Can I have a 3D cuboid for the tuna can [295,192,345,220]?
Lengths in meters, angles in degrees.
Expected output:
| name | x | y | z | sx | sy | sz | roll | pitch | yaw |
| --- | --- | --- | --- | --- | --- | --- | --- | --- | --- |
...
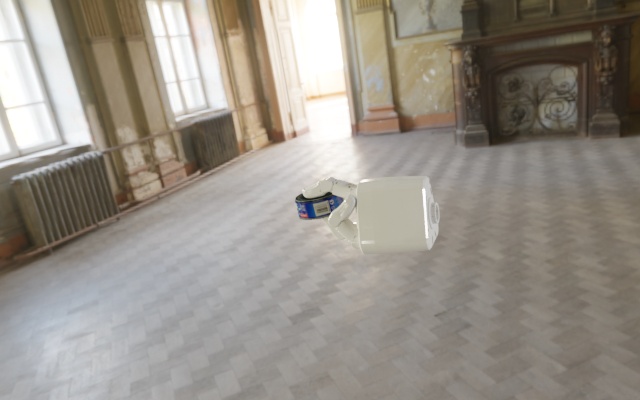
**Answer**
| name | x | y | z | sx | sy | sz | roll | pitch | yaw |
| --- | --- | --- | --- | --- | --- | --- | --- | --- | --- |
| tuna can | 0.000 | 0.002 | 0.815 | 0.086 | 0.034 | 0.086 | -13 | 14 | 4 |
